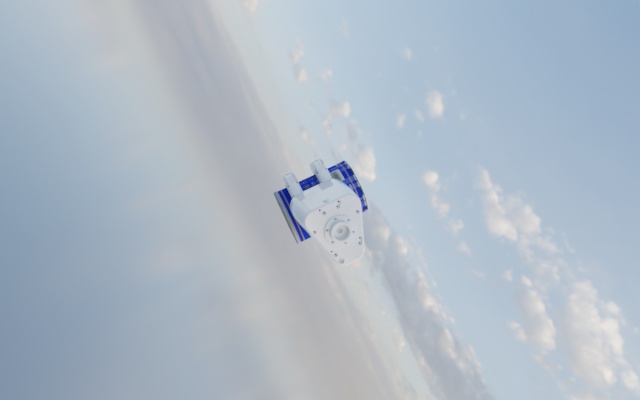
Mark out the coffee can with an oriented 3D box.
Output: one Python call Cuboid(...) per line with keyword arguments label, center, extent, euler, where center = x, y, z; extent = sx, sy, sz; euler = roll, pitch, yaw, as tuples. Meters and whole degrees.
Cuboid(label="coffee can", center=(0.000, 0.003, 0.862), extent=(0.140, 0.103, 0.103), euler=(-25, 3, -6))
